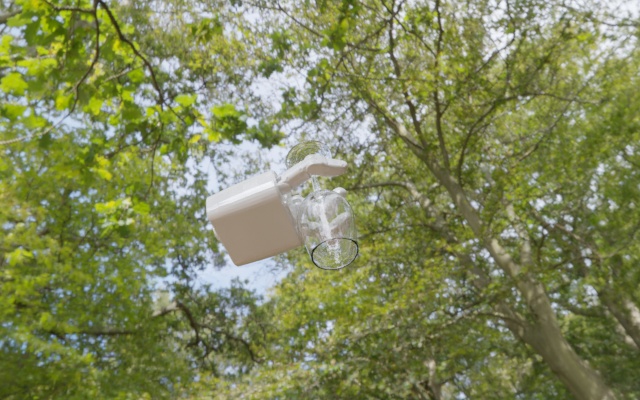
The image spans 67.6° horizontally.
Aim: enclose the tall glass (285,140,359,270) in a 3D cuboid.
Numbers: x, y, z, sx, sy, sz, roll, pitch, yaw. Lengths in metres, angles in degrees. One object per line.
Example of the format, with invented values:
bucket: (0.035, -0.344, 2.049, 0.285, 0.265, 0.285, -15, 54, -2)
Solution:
tall glass: (0.000, 0.002, 0.674, 0.079, 0.079, 0.200, 0, 41, -15)
